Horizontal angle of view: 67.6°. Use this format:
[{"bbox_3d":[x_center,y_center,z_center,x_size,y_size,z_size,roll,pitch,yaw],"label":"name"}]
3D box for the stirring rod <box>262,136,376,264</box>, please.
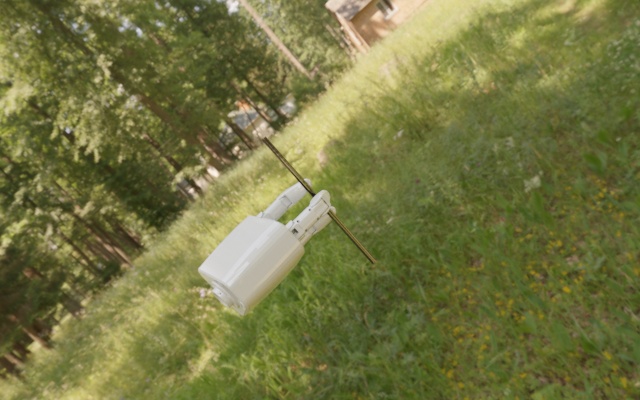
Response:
[{"bbox_3d":[0.000,0.002,0.680,0.011,0.239,0.011,-40,11,9],"label":"stirring rod"}]
